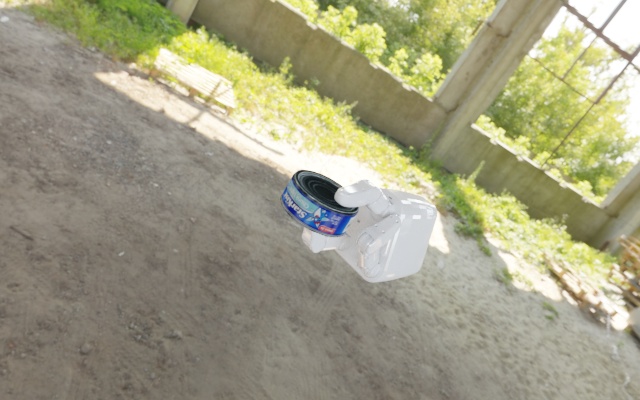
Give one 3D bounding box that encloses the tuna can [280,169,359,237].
[{"bbox_3d":[0.000,0.001,0.539,0.086,0.034,0.086,25,23,-12],"label":"tuna can"}]
